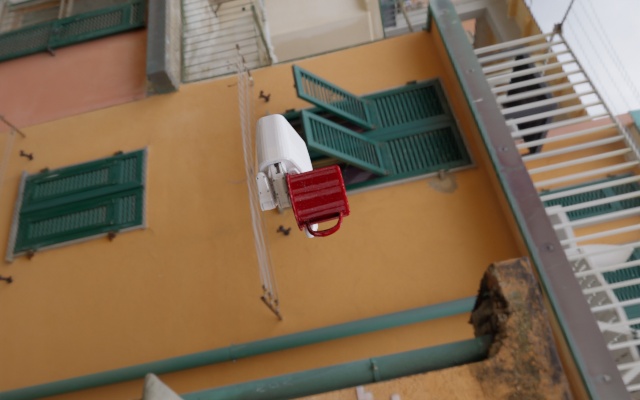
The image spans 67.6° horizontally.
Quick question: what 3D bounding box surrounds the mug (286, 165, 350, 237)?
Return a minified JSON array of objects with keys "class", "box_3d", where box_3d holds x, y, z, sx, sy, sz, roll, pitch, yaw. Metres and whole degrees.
[{"class":"mug","box_3d":[0.001,0.003,0.727,0.081,0.117,0.093,-14,-37,2]}]
